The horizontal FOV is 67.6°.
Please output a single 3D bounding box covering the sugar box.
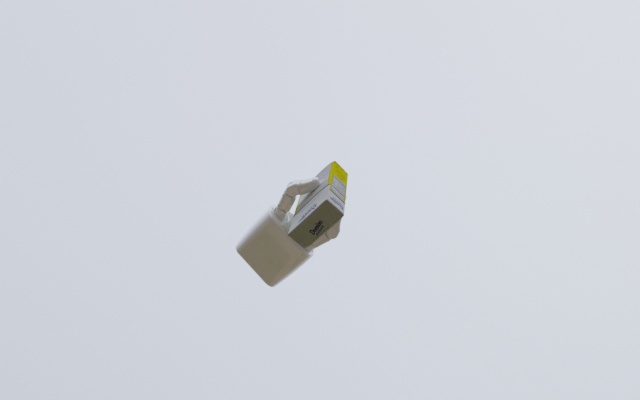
[{"bbox_3d":[0.000,0.003,0.820,0.093,0.048,0.176,-42,17,22],"label":"sugar box"}]
